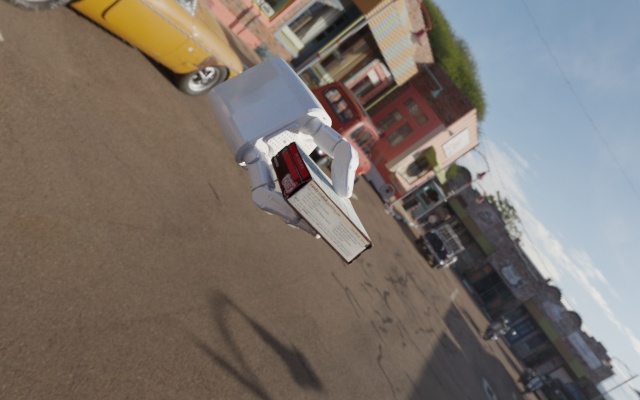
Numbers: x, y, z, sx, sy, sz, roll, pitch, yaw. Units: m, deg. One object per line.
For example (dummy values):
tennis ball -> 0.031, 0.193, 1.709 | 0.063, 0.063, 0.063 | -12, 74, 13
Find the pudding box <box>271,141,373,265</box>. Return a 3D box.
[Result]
pudding box -> 0.000, 0.001, 0.500 | 0.113, 0.039, 0.090 | 45, 12, -31
